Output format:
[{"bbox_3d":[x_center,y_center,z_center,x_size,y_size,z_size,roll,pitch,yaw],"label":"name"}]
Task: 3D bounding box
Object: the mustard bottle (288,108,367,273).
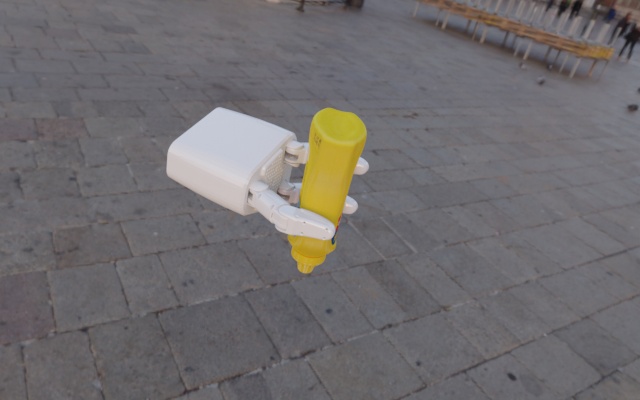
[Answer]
[{"bbox_3d":[0.000,0.002,0.531,0.058,0.192,0.096,11,29,-5],"label":"mustard bottle"}]
